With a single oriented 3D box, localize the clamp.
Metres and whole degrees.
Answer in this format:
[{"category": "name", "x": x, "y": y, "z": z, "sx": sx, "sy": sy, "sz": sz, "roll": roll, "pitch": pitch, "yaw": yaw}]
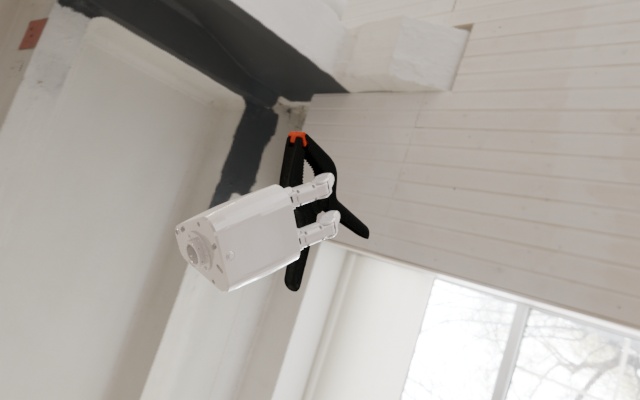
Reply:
[{"category": "clamp", "x": -0.001, "y": 0.002, "z": 0.668, "sx": 0.164, "sy": 0.210, "sz": 0.036, "roll": -24, "pitch": 24, "yaw": -38}]
